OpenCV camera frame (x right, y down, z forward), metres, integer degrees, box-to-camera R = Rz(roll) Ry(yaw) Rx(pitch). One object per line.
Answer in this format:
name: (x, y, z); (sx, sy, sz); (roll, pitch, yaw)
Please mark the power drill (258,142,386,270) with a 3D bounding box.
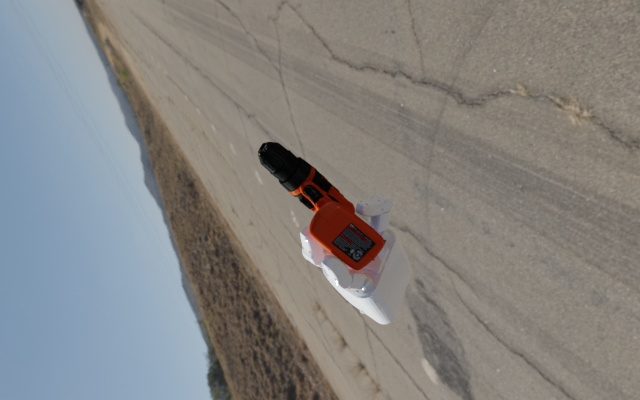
power drill: (0.000, 0.003, 0.652); (0.184, 0.057, 0.187); (37, 10, -28)
